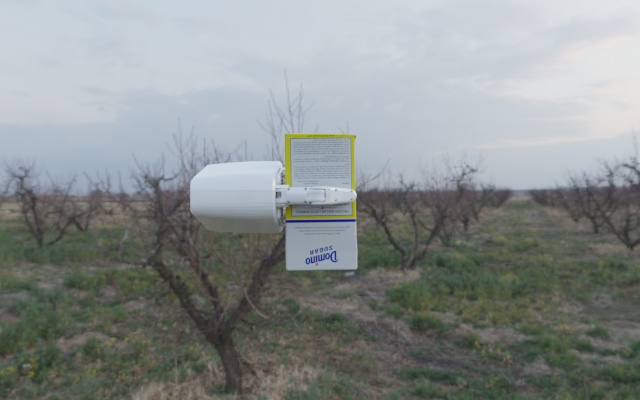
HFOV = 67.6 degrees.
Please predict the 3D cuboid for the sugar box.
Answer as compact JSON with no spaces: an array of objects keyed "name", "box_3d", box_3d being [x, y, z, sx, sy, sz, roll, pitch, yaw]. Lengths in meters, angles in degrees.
[{"name":"sugar box","box_3d":[0.000,0.002,0.626,0.093,0.176,0.048,0,0,-1]}]
